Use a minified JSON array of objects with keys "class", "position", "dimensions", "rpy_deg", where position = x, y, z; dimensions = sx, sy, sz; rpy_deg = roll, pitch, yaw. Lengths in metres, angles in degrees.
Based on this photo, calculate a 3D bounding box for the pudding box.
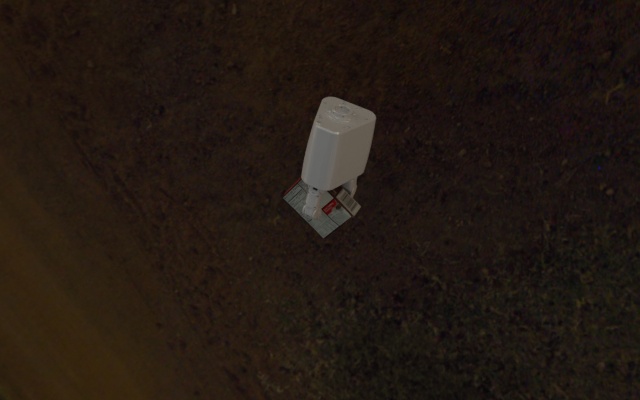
[{"class":"pudding box","position":[0.000,0.003,0.840],"dimensions":[0.090,0.113,0.039],"rpy_deg":[-41,5,41]}]
